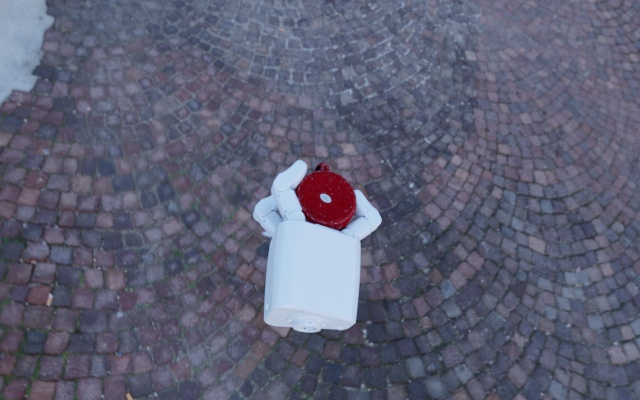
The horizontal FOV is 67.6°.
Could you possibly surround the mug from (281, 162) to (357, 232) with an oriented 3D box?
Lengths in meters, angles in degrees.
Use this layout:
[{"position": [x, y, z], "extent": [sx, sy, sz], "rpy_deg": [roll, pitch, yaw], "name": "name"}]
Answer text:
[{"position": [0.000, 0.001, 0.646], "extent": [0.093, 0.117, 0.081], "rpy_deg": [11, -29, -11], "name": "mug"}]
